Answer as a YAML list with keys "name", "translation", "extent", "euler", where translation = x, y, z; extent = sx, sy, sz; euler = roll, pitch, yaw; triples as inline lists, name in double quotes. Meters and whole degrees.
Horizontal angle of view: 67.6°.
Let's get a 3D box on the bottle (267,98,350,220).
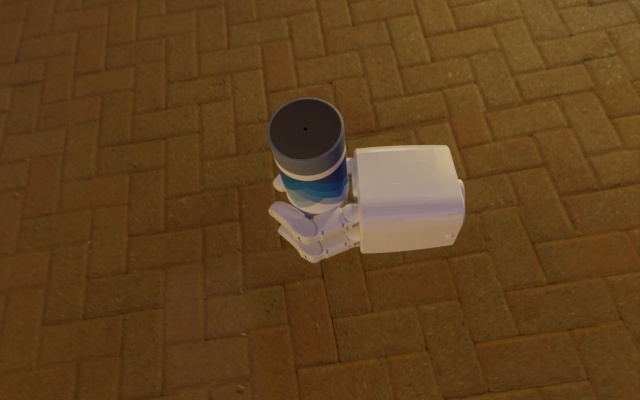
- name: "bottle"
  translation: [0.000, 0.002, 0.541]
  extent: [0.069, 0.069, 0.296]
  euler: [0, -26, 6]
